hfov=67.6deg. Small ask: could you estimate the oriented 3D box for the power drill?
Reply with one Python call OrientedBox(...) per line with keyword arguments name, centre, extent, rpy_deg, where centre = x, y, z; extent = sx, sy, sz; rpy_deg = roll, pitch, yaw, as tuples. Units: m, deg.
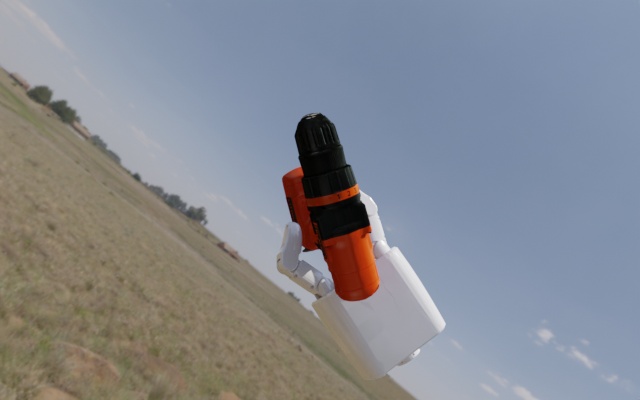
OrientedBox(name="power drill", centre=(0.000, 0.002, 0.521), extent=(0.057, 0.184, 0.187), rpy_deg=(-15, 8, -9))
